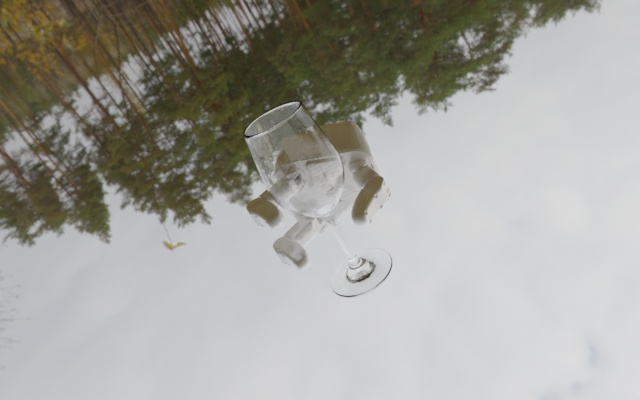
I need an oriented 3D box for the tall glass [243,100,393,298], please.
[{"bbox_3d":[0.000,0.002,0.481,0.079,0.201,0.079,-23,27,13],"label":"tall glass"}]
